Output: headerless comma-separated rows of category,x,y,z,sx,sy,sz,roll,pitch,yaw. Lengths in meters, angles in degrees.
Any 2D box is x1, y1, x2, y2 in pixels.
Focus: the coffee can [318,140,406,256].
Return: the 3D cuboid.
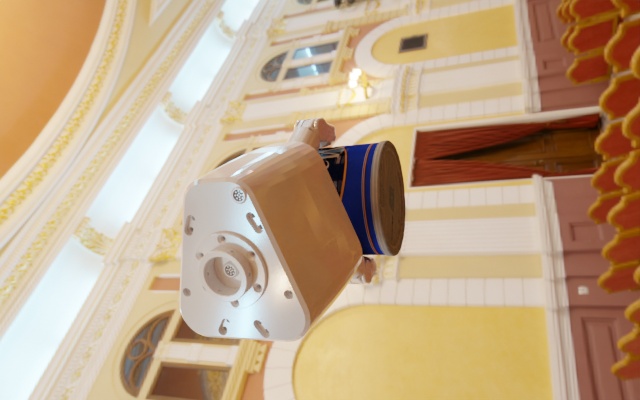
coffee can,0.000,0.001,0.448,0.140,0.103,0.103,-3,-1,21
